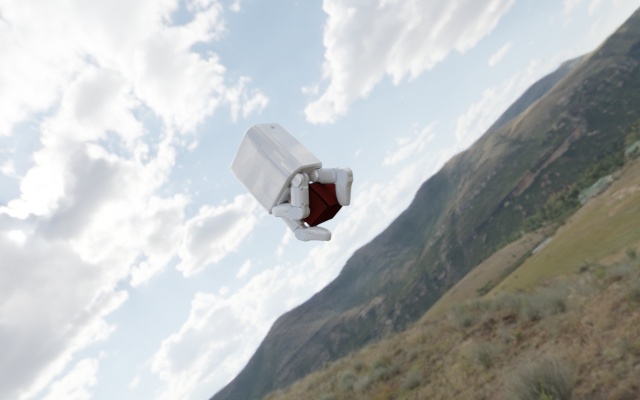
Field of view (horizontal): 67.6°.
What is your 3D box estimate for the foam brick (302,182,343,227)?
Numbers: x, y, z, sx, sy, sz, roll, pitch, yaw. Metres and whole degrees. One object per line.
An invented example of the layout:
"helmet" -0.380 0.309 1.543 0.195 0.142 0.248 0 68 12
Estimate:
"foam brick" 0.000 0.003 0.773 0.051 0.053 0.078 45 25 14
